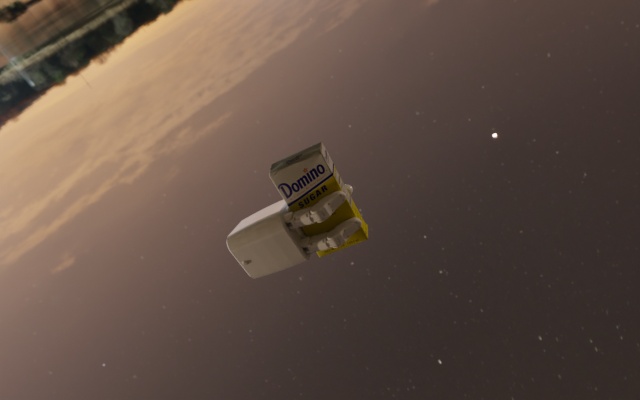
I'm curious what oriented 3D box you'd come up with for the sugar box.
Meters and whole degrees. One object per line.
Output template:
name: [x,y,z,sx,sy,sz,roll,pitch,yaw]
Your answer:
sugar box: [0.000,0.003,0.768,0.093,0.176,0.048,-23,30,15]
